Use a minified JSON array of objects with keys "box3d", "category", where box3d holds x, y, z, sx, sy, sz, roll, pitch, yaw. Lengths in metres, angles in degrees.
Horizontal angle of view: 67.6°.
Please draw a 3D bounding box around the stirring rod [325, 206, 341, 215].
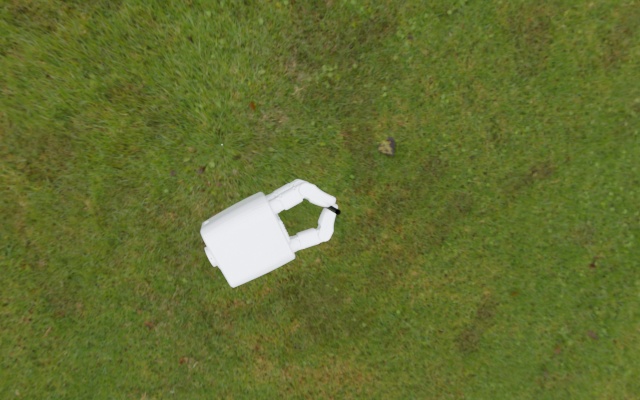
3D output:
[{"box3d":[0.000,0.003,0.779,0.011,0.011,0.239,0,7,-12],"category":"stirring rod"}]
